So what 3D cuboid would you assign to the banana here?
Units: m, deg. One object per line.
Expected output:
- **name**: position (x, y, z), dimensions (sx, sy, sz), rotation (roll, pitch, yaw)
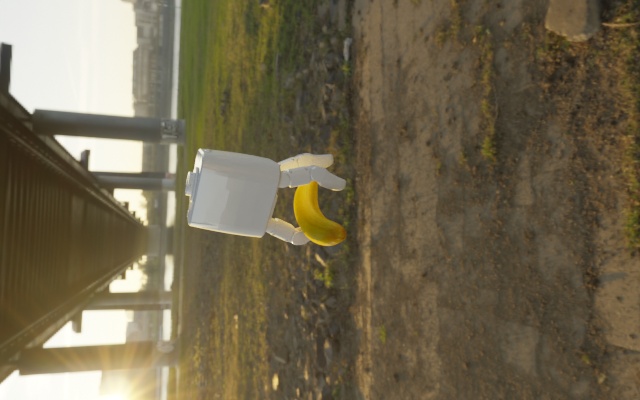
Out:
- **banana**: position (-0.008, 0.016, 0.685), dimensions (0.037, 0.070, 0.197), rotation (16, 27, -22)
